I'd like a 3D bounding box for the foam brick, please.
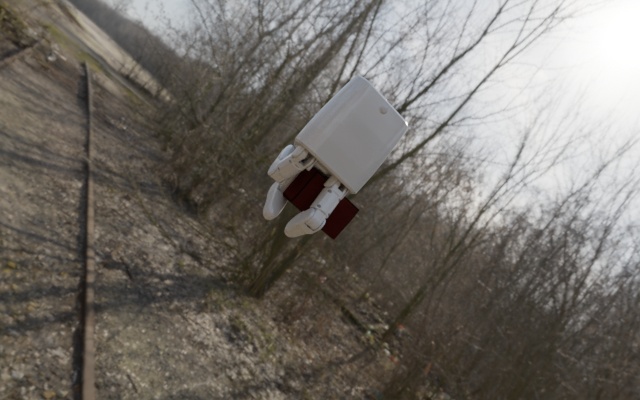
[{"bbox_3d":[0.000,0.002,0.602,0.078,0.051,0.053,43,-3,-21],"label":"foam brick"}]
